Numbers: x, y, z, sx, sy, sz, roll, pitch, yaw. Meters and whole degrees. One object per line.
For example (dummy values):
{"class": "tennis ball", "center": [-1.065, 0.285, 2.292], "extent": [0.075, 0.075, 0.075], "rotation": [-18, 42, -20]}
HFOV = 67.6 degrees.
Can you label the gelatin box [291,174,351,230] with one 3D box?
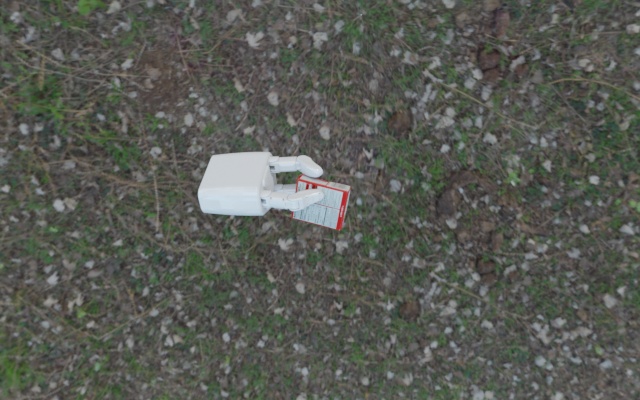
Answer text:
{"class": "gelatin box", "center": [0.000, 0.003, 0.796], "extent": [0.089, 0.073, 0.030], "rotation": [14, 24, 9]}
